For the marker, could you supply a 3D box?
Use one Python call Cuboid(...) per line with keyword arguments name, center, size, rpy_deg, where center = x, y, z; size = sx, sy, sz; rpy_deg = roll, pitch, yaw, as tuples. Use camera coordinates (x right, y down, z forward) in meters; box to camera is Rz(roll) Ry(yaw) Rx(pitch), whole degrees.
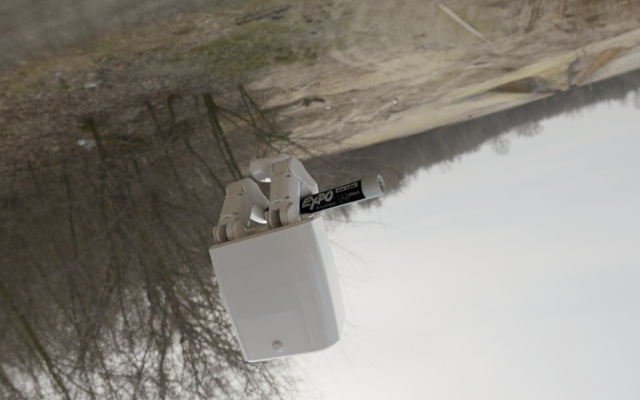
Cuboid(name="marker", center=(0.000, 0.001, 0.436), size=(0.121, 0.020, 0.020), rpy_deg=(-16, -7, 24))
